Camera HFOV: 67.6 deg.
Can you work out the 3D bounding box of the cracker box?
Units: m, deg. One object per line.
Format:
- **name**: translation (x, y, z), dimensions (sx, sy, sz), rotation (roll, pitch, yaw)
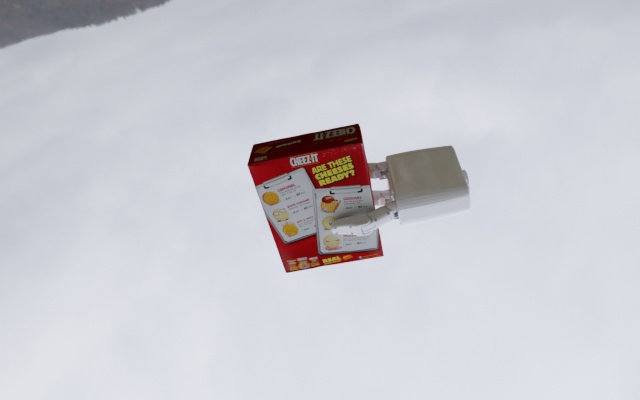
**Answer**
- **cracker box**: translation (0.000, 0.003, 0.731), dimensions (0.164, 0.214, 0.072), rotation (-11, 35, 6)
